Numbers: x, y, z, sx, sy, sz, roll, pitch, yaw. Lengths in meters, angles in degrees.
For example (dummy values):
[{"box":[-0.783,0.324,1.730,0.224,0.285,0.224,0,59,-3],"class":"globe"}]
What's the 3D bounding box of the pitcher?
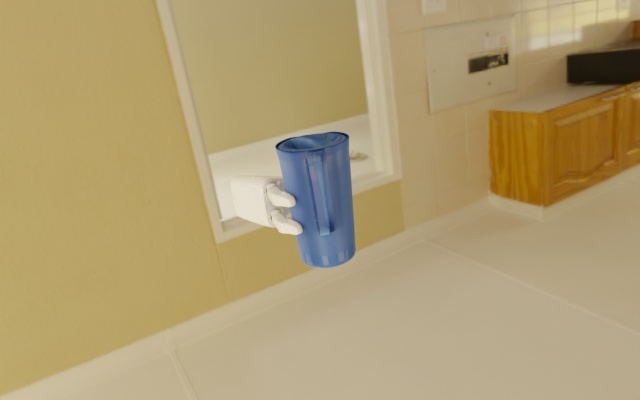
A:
[{"box":[0.000,0.003,0.882,0.145,0.243,0.149,10,27,40],"class":"pitcher"}]
